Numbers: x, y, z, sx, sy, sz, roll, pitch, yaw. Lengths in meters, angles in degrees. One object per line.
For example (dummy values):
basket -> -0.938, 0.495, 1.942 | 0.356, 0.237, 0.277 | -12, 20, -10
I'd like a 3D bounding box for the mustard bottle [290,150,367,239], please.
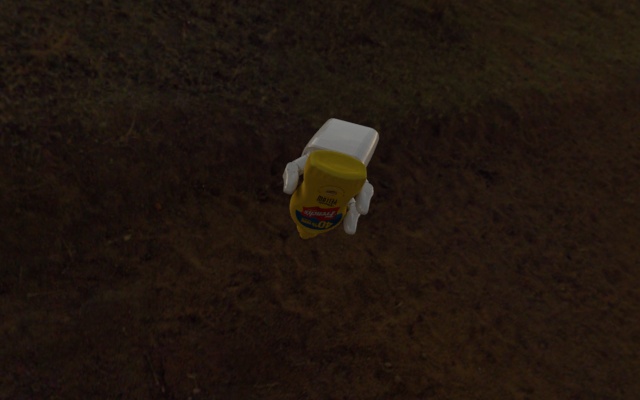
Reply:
mustard bottle -> 0.000, 0.003, 0.804 | 0.096, 0.058, 0.192 | 12, -43, -14
